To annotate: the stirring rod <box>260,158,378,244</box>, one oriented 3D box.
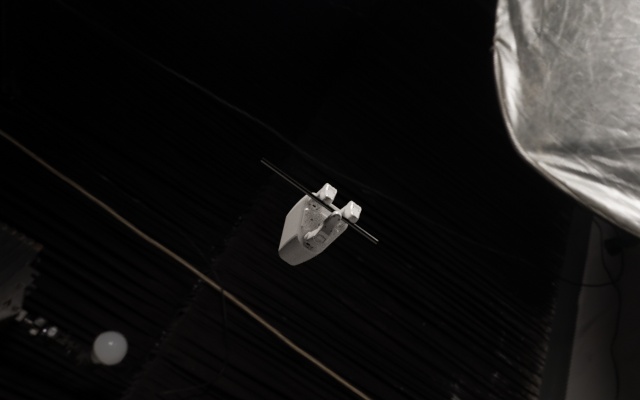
[{"bbox_3d":[0.000,0.003,0.800,0.239,0.011,0.011,36,-7,-9],"label":"stirring rod"}]
